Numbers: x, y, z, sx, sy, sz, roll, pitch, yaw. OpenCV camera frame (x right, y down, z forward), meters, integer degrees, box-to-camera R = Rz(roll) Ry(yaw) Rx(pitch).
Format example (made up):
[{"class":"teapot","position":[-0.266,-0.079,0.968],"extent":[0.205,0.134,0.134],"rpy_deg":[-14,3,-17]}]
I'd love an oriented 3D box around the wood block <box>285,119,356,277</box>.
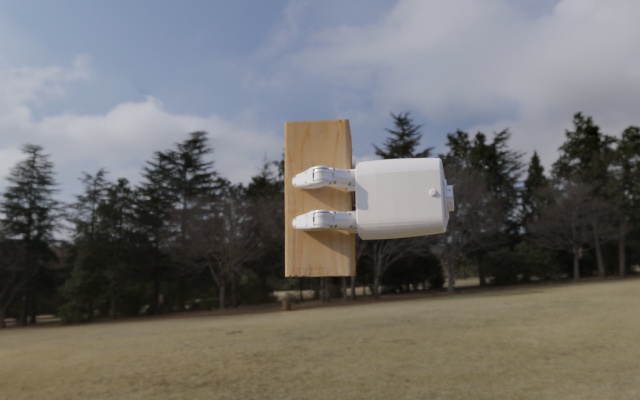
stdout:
[{"class":"wood block","position":[0.001,0.002,0.663],"extent":[0.090,0.206,0.091],"rpy_deg":[-2,-10,6]}]
